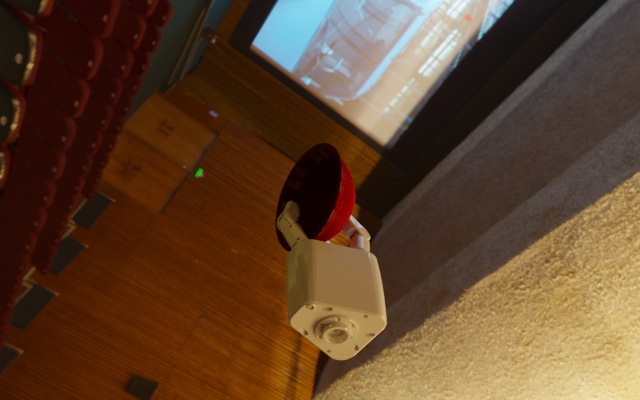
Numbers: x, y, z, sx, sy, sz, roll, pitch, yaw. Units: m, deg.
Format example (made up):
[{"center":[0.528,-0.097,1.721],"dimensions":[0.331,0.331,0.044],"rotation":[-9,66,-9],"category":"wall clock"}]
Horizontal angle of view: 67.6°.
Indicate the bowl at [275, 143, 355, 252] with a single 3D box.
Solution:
[{"center":[0.000,0.001,0.685],"dimensions":[0.055,0.162,0.162],"rotation":[21,-11,-31],"category":"bowl"}]
